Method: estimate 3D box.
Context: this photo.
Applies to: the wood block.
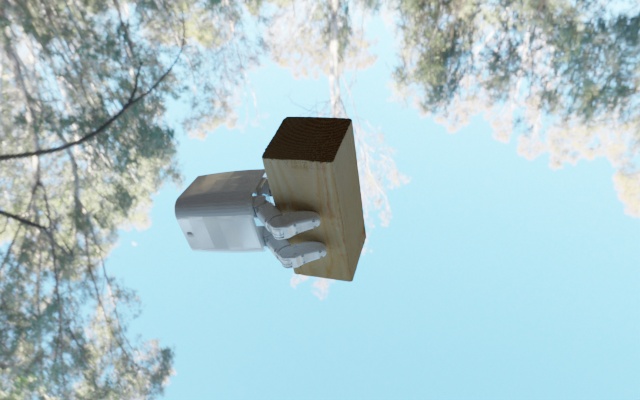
[{"bbox_3d":[0.000,0.002,0.626,0.090,0.206,0.090,5,44,17],"label":"wood block"}]
